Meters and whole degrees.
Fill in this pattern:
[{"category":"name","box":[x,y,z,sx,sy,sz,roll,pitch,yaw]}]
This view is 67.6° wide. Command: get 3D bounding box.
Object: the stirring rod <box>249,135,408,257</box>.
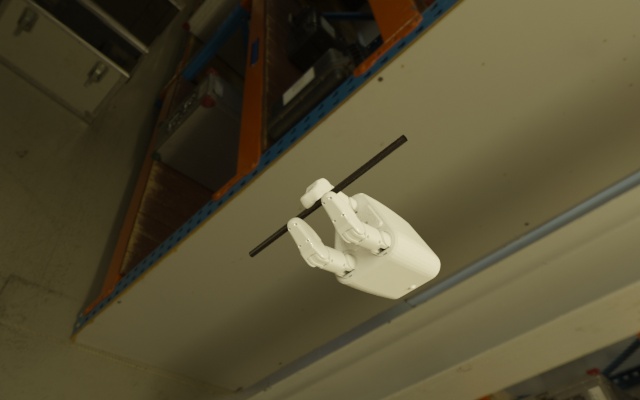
[{"category":"stirring rod","box":[0.000,0.002,0.537,0.239,0.011,0.011,-37,-19,27]}]
